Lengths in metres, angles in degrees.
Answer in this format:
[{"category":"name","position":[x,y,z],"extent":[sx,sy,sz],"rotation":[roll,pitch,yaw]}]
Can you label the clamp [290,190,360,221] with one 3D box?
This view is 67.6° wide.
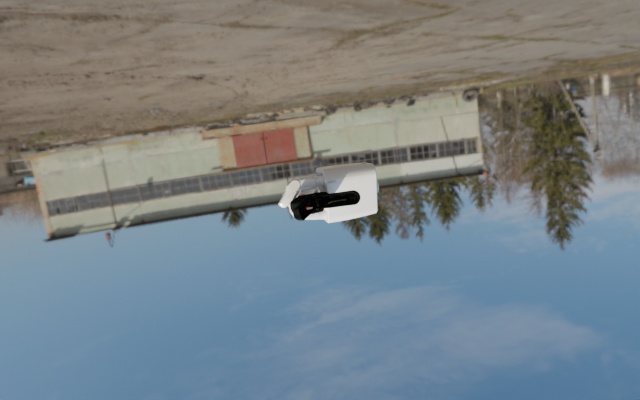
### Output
[{"category":"clamp","position":[0.000,0.003,0.869],"extent":[0.120,0.039,0.171],"rotation":[-10,9,-9]}]
